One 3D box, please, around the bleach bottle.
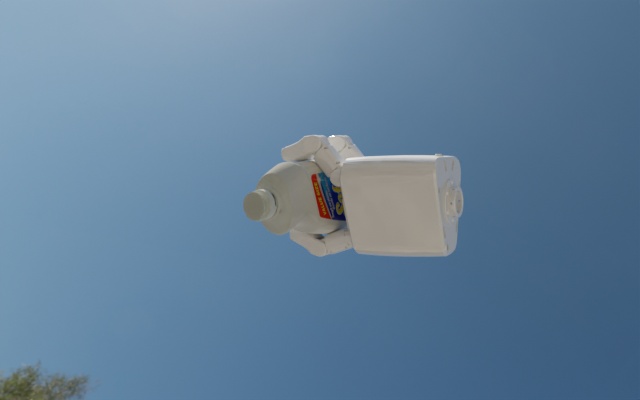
[{"bbox_3d":[0.000,0.002,0.578,0.068,0.102,0.251,0,6,32],"label":"bleach bottle"}]
